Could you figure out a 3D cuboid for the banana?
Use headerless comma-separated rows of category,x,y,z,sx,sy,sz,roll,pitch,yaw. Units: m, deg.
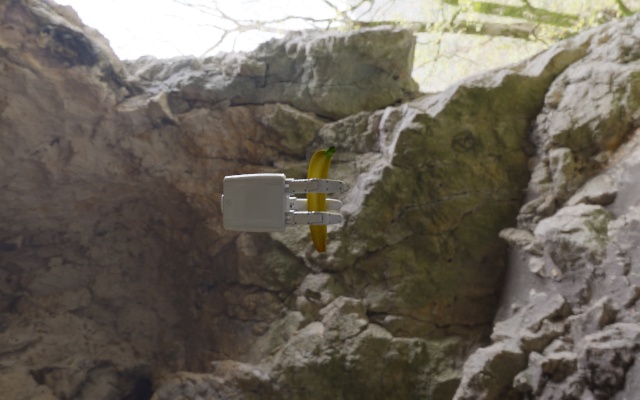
banana,-0.004,-0.007,0.857,0.037,0.198,0.069,-1,20,-13
